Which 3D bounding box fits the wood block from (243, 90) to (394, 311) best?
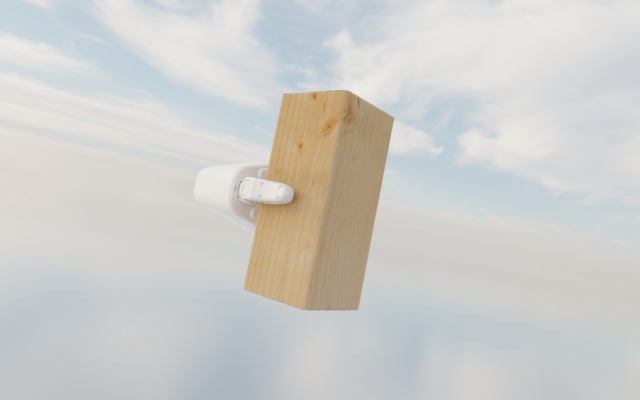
[{"bbox_3d":[0.000,0.001,0.494,0.090,0.206,0.091,8,-4,40],"label":"wood block"}]
